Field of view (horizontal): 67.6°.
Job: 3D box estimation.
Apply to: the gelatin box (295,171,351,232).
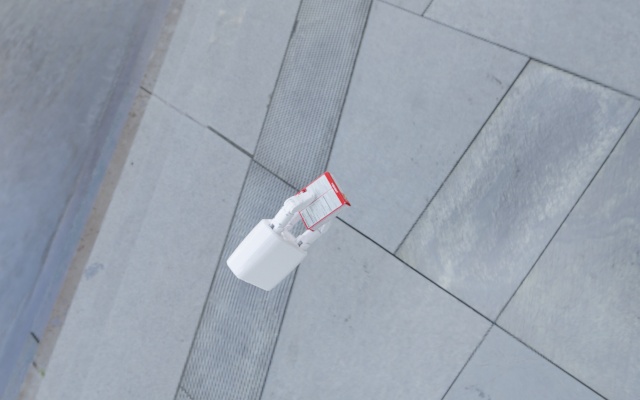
[{"bbox_3d":[0.000,0.003,0.870,0.089,0.073,0.030,-36,-25,15],"label":"gelatin box"}]
